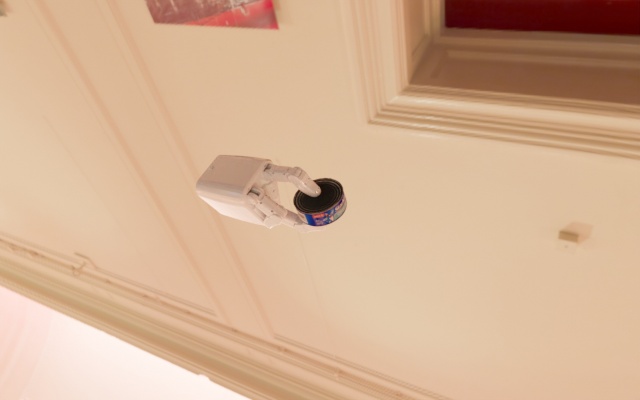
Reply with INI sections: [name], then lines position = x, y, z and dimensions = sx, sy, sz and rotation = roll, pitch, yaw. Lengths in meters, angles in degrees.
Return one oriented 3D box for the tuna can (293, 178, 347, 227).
[tuna can]
position = 0.000, 0.003, 0.792
dimensions = 0.086, 0.034, 0.086
rotation = -11, 41, 10
